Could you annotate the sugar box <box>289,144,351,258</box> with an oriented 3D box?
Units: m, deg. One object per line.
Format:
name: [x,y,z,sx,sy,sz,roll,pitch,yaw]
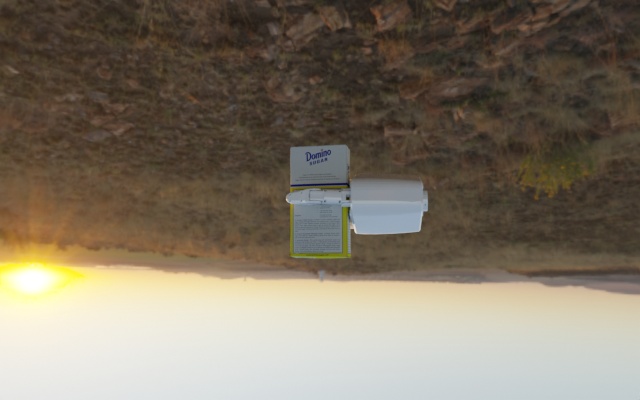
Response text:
sugar box: [0.000,0.003,0.757,0.093,0.176,0.048,-1,-9,11]
